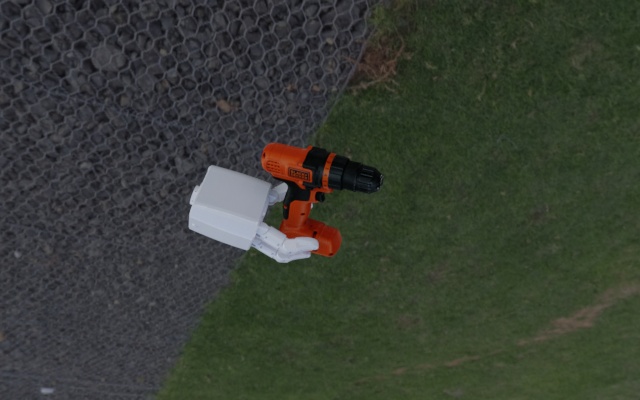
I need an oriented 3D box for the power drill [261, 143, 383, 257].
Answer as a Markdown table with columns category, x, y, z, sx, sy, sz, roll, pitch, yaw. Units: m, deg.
| category | x | y | z | sx | sy | sz | roll | pitch | yaw |
| --- | --- | --- | --- | --- | --- | --- | --- | --- | --- |
| power drill | 0.000 | 0.003 | 0.749 | 0.184 | 0.188 | 0.057 | 15 | 43 | 14 |
